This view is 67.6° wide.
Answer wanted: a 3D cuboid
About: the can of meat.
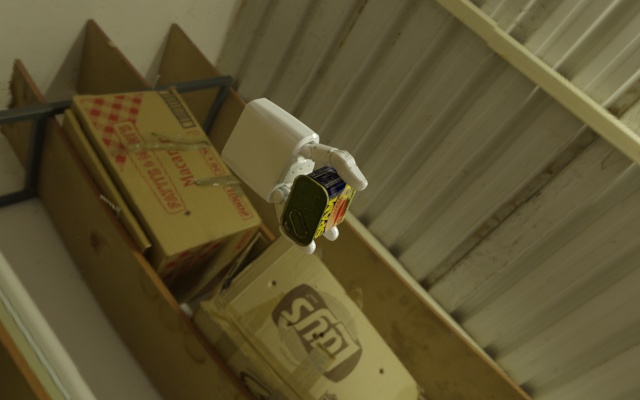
[{"bbox_3d":[0.000,0.002,0.657,0.057,0.102,0.084,36,36,20],"label":"can of meat"}]
